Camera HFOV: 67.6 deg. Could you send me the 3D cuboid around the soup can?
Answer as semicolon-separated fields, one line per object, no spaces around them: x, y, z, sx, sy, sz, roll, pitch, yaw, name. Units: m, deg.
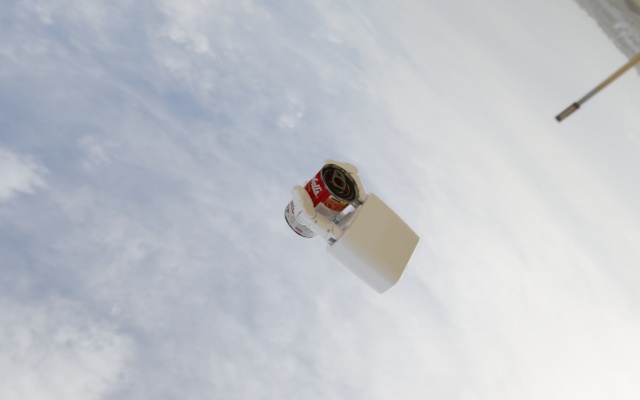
0.000;0.002;0.714;0.068;0.068;0.102;0;-34;-44;soup can
